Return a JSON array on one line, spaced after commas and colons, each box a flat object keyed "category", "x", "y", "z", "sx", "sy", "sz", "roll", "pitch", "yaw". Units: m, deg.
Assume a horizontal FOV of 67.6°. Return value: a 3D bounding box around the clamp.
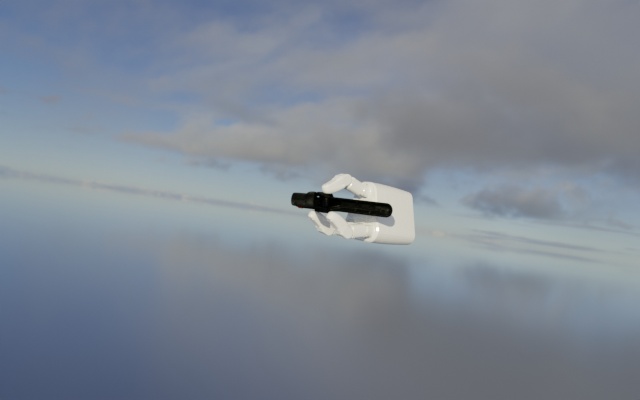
[{"category": "clamp", "x": 0.000, "y": 0.002, "z": 0.845, "sx": 0.164, "sy": 0.036, "sz": 0.210, "roll": 10, "pitch": -3, "yaw": -36}]
